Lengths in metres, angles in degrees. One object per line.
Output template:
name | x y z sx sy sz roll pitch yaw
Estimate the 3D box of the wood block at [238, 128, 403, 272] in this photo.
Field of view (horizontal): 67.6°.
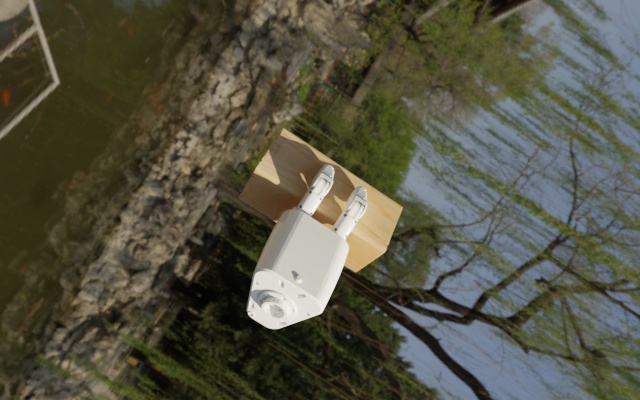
wood block | 0.000 0.003 0.690 0.206 0.090 0.091 33 -37 -7
